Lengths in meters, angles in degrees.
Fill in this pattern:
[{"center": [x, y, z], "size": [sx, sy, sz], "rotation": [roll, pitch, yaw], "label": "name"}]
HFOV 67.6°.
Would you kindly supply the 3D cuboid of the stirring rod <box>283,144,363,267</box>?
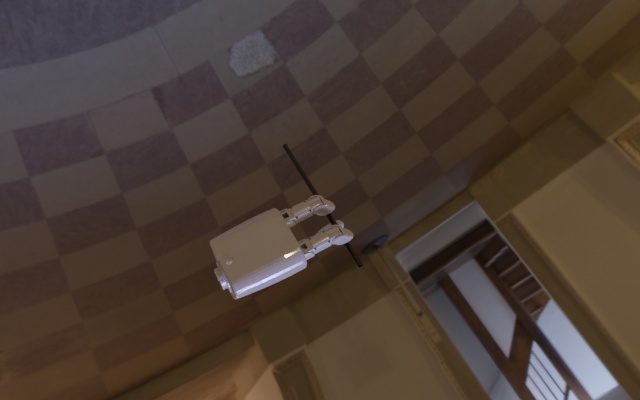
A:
[{"center": [0.000, 0.002, 0.750], "size": [0.011, 0.239, 0.011], "rotation": [-27, -22, -12], "label": "stirring rod"}]
